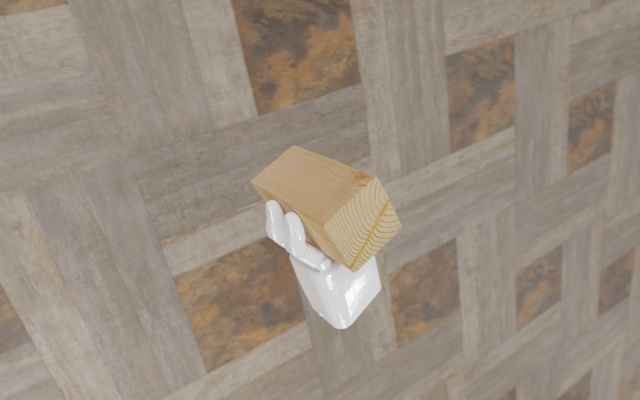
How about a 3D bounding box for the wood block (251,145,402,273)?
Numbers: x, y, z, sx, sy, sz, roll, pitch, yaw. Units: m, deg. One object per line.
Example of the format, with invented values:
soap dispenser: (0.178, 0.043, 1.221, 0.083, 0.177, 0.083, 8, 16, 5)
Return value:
wood block: (0.001, 0.002, 0.654, 0.091, 0.090, 0.206, -41, 34, -15)
